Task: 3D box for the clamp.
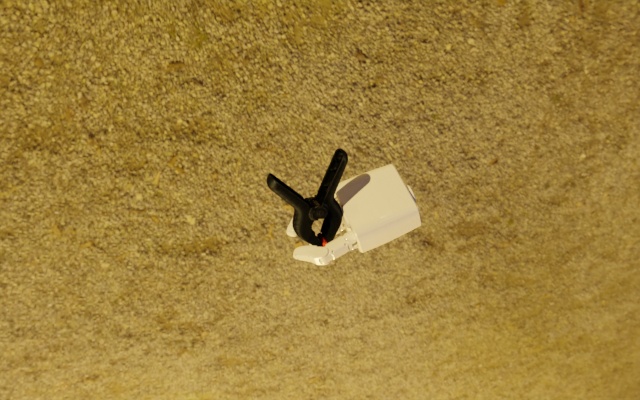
[{"bbox_3d":[0.000,0.003,0.708,0.120,0.172,0.039,-23,43,-3],"label":"clamp"}]
